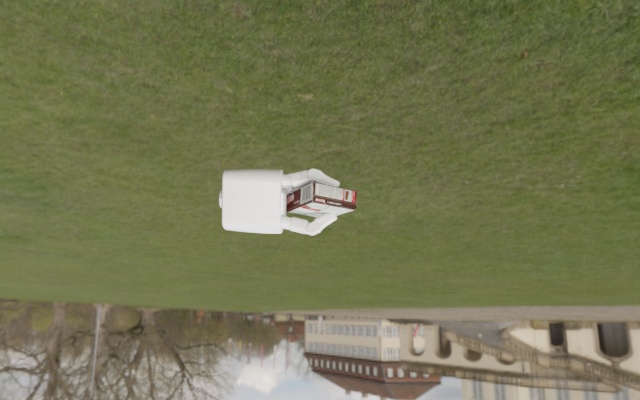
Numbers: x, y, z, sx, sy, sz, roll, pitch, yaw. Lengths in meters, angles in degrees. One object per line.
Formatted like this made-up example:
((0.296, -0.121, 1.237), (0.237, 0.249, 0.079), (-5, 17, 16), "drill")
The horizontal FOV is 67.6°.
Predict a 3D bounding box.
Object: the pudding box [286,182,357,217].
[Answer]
((0.000, 0.003, 0.865), (0.090, 0.039, 0.113), (10, -14, -26), "pudding box")
